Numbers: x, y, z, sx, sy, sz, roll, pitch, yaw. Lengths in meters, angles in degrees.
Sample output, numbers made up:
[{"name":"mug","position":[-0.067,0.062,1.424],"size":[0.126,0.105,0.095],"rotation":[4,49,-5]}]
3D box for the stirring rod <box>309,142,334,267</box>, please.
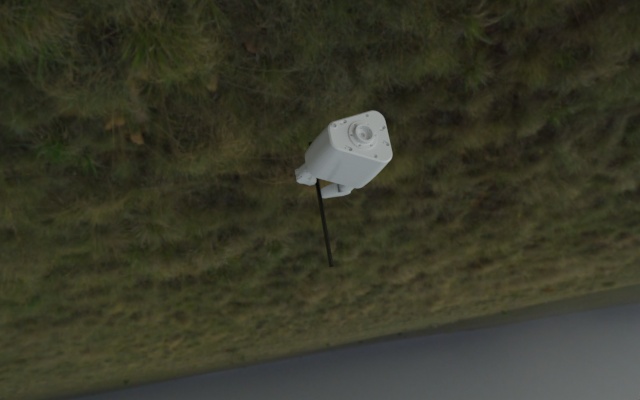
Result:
[{"name":"stirring rod","position":[0.000,0.003,0.877],"size":[0.011,0.239,0.011],"rotation":[-9,-17,-3]}]
